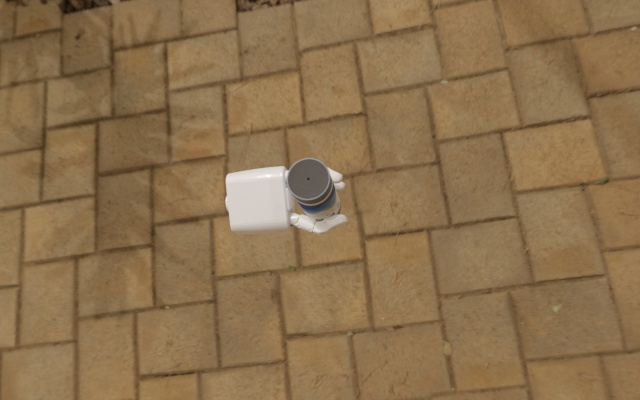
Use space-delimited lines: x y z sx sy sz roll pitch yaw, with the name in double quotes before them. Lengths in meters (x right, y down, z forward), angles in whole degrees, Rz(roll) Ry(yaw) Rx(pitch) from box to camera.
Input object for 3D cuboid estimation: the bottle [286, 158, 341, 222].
"bottle" 0.000 0.003 0.851 0.069 0.069 0.296 0 -14 7
